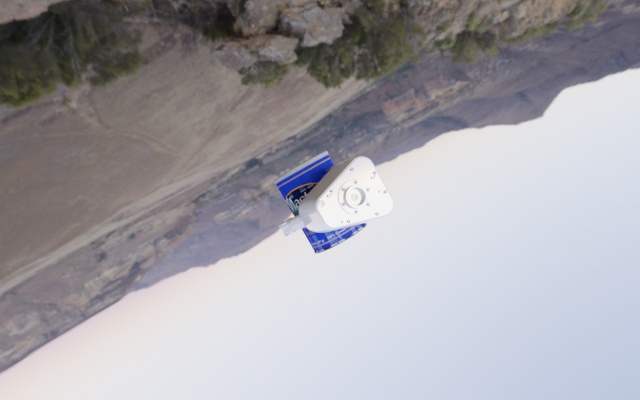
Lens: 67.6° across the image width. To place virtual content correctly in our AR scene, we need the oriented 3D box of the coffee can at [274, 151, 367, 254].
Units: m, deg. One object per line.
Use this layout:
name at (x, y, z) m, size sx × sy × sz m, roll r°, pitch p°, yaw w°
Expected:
coffee can at (0.000, 0.003, 0.799) m, size 0.103 × 0.140 × 0.103 m, roll -30°, pitch 3°, yaw 2°
